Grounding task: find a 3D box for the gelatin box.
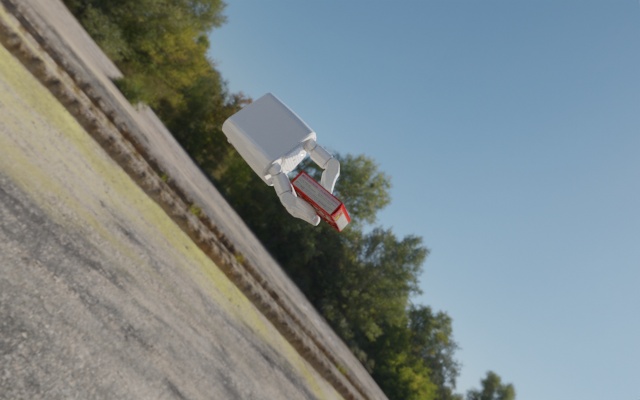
[{"bbox_3d":[0.001,0.002,0.730,0.089,0.030,0.073,39,-10,24],"label":"gelatin box"}]
